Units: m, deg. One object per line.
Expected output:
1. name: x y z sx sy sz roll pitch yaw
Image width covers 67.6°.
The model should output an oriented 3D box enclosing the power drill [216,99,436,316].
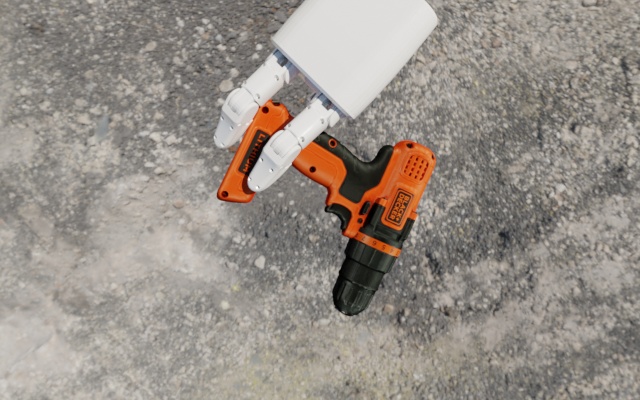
1. power drill: 0.000 0.001 0.463 0.188 0.184 0.057 24 -1 -12
